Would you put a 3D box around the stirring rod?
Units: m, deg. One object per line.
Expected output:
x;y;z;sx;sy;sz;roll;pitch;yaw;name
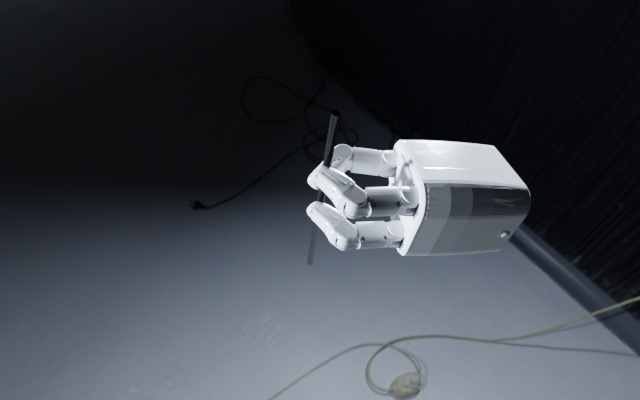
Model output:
0.000;0.002;0.488;0.011;0.011;0.240;0;-38;-8;stirring rod
